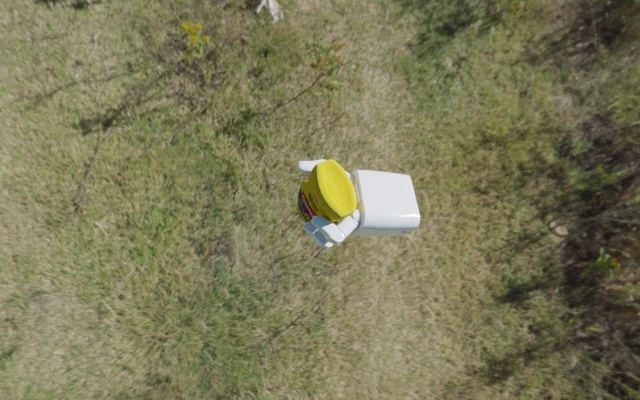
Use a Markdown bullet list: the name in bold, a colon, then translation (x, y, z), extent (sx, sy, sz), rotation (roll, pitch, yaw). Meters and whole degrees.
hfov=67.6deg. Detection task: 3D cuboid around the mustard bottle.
- **mustard bottle**: translation (0.000, 0.003, 0.836), extent (0.058, 0.096, 0.192), rotation (-23, -7, -20)
